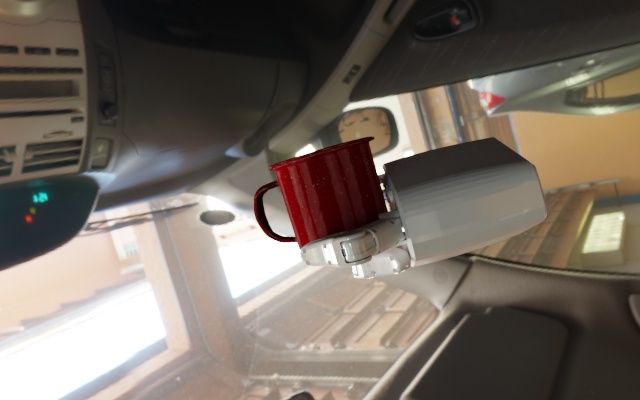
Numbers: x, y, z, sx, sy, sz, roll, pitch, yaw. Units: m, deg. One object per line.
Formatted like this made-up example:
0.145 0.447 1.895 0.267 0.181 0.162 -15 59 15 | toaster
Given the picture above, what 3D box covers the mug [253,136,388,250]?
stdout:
-0.001 0.002 0.406 0.117 0.081 0.093 -16 3 7 | mug
